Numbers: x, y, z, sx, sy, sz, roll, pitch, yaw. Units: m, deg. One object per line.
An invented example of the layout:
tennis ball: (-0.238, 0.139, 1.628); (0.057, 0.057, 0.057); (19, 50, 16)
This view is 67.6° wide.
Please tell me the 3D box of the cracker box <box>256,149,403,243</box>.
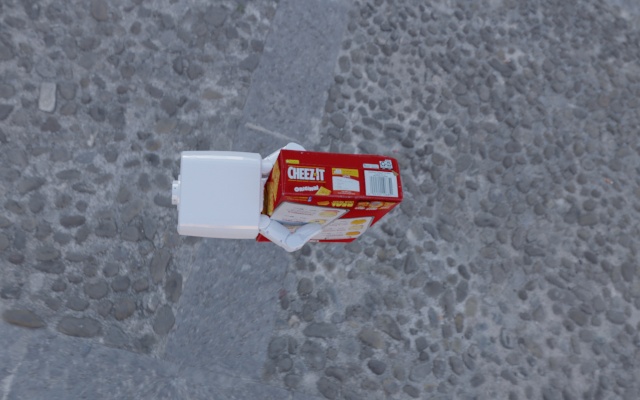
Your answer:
cracker box: (0.000, 0.002, 0.701); (0.164, 0.072, 0.214); (2, -20, -16)
